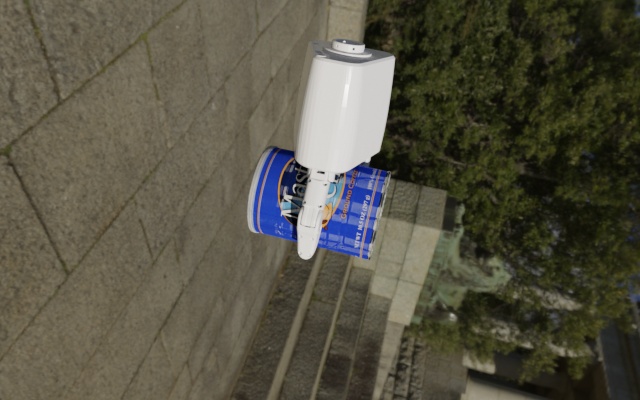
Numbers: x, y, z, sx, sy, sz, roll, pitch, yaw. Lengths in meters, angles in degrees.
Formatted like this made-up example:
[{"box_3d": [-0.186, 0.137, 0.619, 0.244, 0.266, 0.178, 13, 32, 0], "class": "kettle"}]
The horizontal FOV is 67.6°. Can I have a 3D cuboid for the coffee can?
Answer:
[{"box_3d": [0.000, 0.002, 0.544, 0.140, 0.103, 0.103, 13, 2, 8], "class": "coffee can"}]
